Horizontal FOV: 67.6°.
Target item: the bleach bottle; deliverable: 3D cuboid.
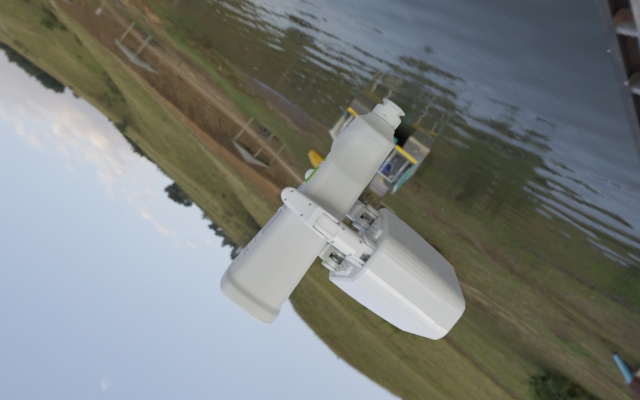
[{"bbox_3d":[0.000,0.002,0.493,0.068,0.251,0.102,38,2,-8],"label":"bleach bottle"}]
